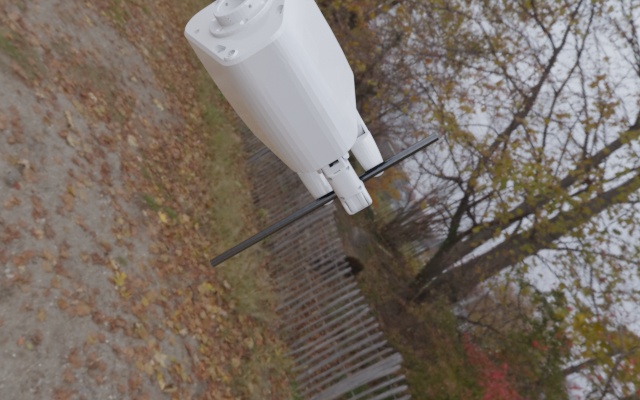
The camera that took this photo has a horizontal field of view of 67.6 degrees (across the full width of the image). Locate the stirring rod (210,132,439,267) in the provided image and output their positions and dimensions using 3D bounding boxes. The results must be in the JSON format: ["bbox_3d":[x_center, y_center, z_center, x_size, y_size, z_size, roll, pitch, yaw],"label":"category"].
[{"bbox_3d":[0.000,0.001,0.442,0.239,0.011,0.011,-30,-4,7],"label":"stirring rod"}]
